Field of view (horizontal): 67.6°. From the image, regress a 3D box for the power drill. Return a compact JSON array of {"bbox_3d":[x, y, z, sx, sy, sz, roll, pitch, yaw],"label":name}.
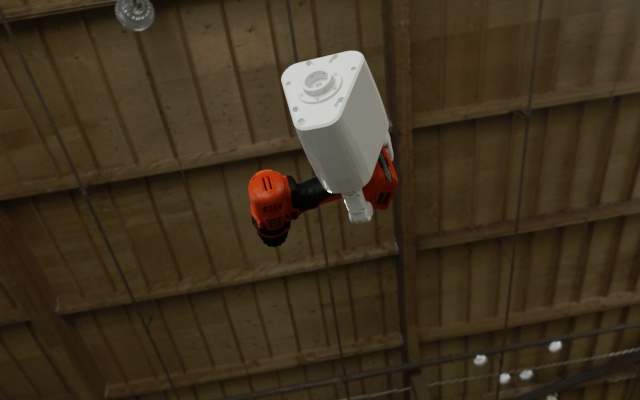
[{"bbox_3d":[0.001,0.002,0.634,0.187,0.057,0.184,-16,-21,-9],"label":"power drill"}]
